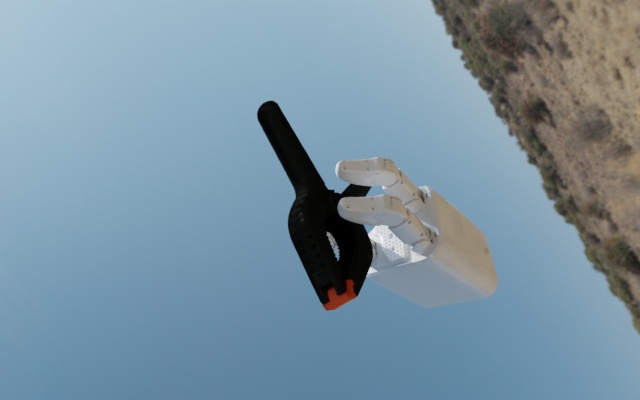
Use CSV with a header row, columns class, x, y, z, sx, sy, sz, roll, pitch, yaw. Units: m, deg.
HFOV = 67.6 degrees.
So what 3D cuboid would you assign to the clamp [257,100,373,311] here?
class,x,y,z,sx,sy,sz,roll,pitch,yaw
clamp,0.000,0.002,0.456,0.164,0.209,0.036,33,-53,-28
